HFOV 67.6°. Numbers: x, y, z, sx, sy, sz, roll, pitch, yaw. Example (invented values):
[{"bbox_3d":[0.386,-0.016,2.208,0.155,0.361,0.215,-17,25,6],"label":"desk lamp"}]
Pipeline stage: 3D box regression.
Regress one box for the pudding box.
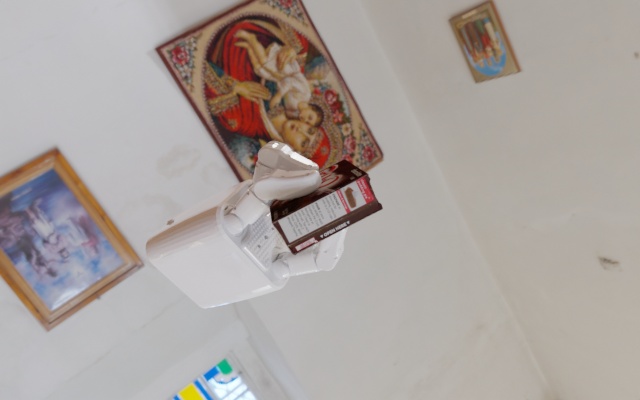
[{"bbox_3d":[0.000,0.002,0.444,0.090,0.039,0.113,-28,15,-1],"label":"pudding box"}]
